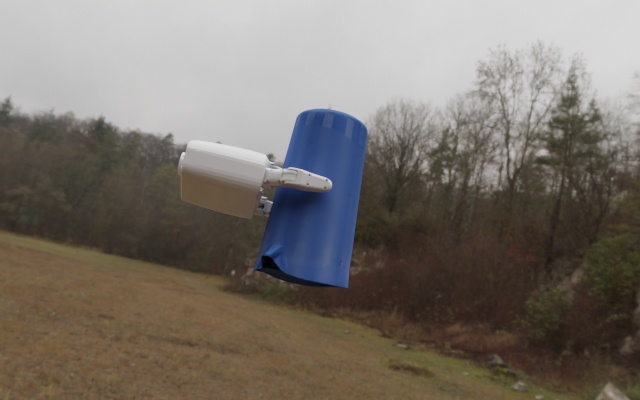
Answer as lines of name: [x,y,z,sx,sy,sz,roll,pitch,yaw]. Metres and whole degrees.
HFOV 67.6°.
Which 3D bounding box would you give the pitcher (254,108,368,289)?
pitcher: [0.000,0.002,0.691,0.145,0.242,0.149,13,-10,-8]
